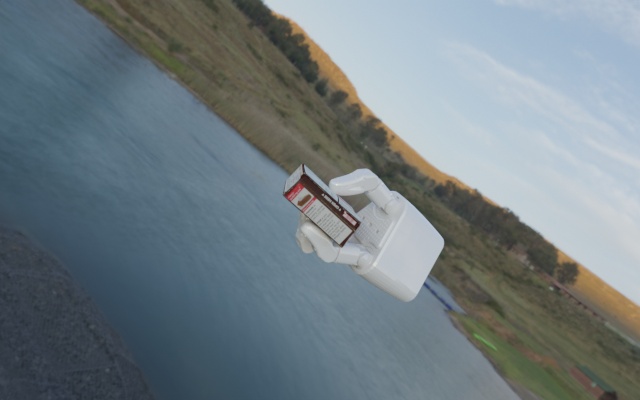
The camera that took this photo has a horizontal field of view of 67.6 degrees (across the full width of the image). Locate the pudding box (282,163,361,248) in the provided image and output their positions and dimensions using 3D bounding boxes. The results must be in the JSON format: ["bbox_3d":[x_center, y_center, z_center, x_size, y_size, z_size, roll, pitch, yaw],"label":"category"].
[{"bbox_3d":[0.000,0.002,0.569,0.090,0.039,0.113,41,4,-8],"label":"pudding box"}]
